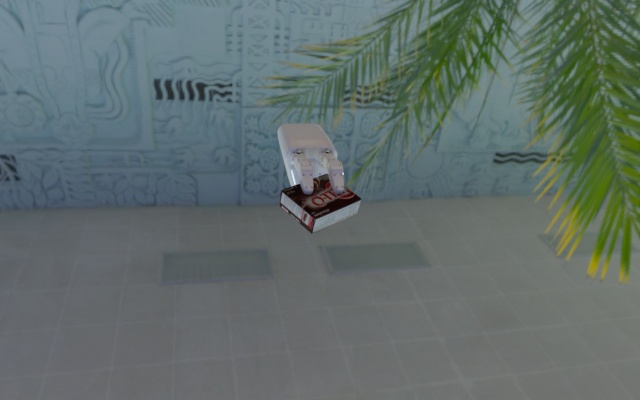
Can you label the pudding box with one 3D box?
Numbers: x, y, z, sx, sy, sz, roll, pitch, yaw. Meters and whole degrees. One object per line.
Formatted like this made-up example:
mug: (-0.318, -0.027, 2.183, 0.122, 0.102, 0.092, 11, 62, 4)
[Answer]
pudding box: (0.000, 0.003, 0.820, 0.113, 0.039, 0.090, -24, 48, -36)
